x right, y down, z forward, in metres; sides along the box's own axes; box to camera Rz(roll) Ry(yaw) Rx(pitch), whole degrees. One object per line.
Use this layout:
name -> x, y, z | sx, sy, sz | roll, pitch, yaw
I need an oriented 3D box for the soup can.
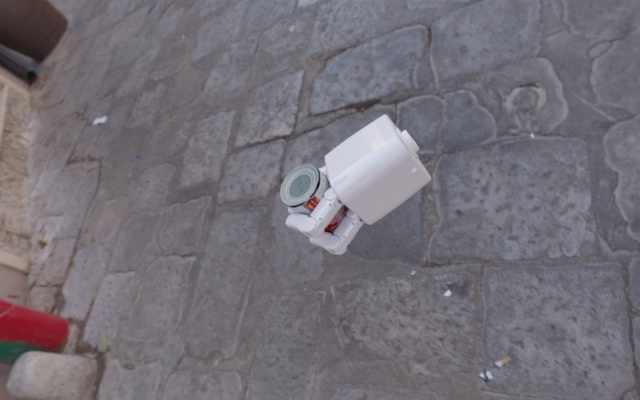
soup can -> 0.000, 0.002, 0.668 | 0.068, 0.068, 0.102 | 0, -28, 40
